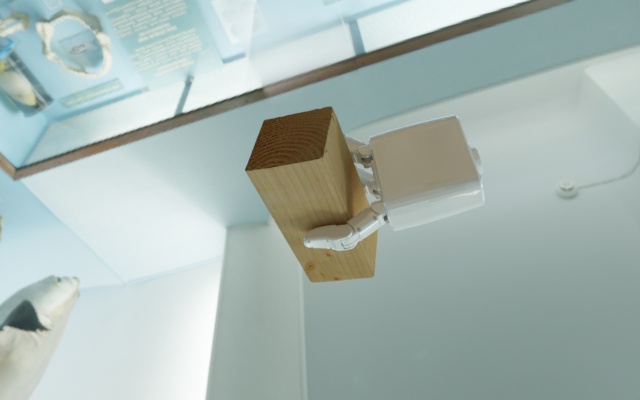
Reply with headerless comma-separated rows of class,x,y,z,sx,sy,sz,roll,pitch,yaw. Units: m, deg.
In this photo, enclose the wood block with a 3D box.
wood block,0.000,0.002,0.580,0.090,0.090,0.206,-8,-46,19
